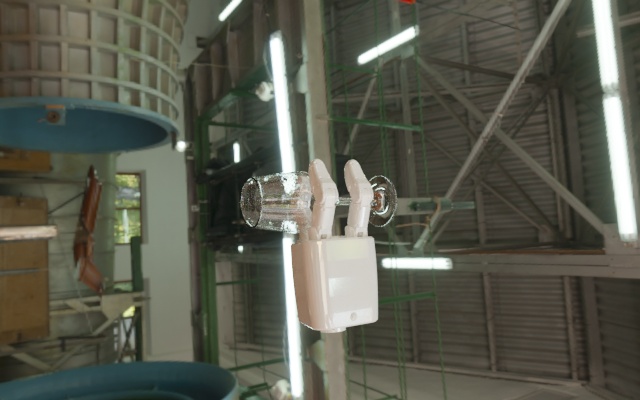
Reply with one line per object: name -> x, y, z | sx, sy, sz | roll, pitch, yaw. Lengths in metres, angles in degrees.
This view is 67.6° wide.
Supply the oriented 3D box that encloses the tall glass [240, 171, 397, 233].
tall glass -> 0.001, 0.002, 0.626 | 0.201, 0.079, 0.079 | 0, 0, -32
